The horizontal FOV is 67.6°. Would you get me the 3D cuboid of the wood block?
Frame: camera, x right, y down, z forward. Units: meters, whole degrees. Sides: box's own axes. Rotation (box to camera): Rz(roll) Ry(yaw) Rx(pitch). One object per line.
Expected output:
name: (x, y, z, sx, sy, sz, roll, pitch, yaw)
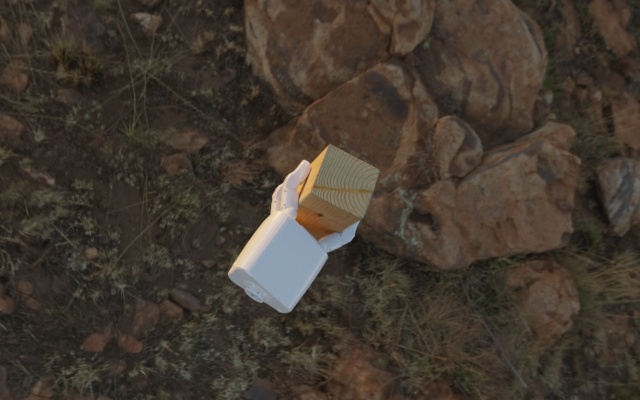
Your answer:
wood block: (0.000, 0.003, 0.786, 0.091, 0.090, 0.206, 27, -25, -12)
